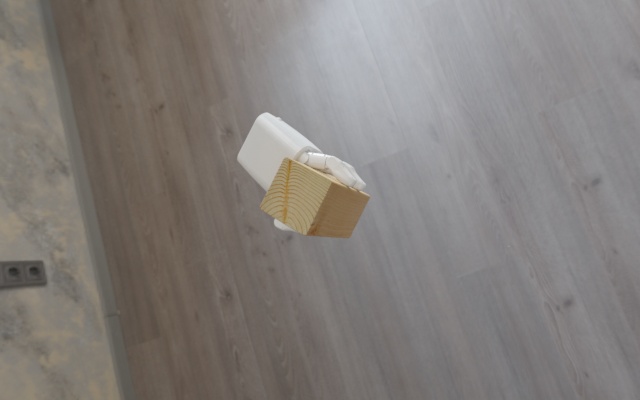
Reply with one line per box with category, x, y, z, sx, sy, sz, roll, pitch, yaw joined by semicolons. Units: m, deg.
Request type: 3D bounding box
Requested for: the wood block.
wood block;0.000;0.003;0.793;0.090;0.091;0.206;29;6;22
